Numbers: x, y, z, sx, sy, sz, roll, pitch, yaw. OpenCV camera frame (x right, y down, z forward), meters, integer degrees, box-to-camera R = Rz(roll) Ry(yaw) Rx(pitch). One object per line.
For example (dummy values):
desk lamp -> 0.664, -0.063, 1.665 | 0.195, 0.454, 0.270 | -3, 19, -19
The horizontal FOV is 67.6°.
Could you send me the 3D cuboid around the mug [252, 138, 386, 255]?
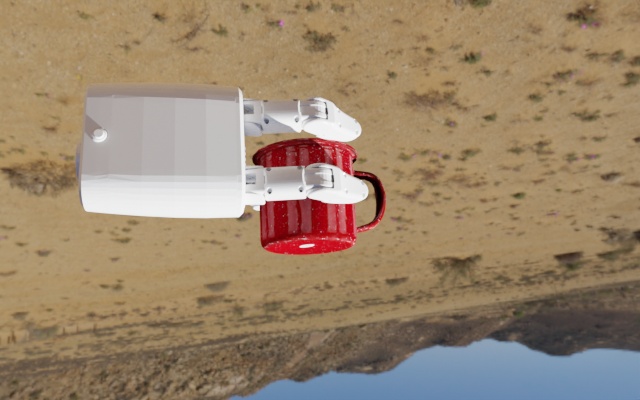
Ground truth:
mug -> 0.001, 0.002, 0.415 | 0.117, 0.081, 0.093 | 1, -15, -13
